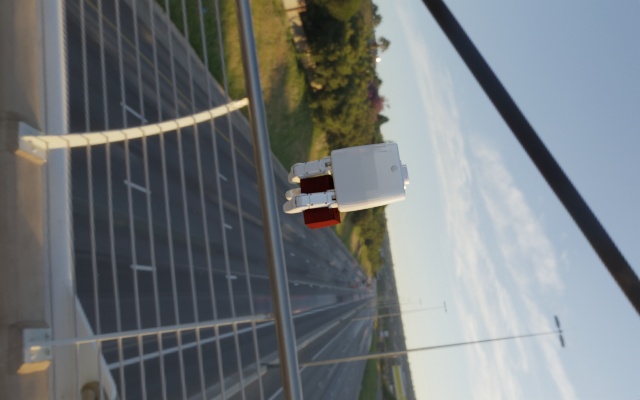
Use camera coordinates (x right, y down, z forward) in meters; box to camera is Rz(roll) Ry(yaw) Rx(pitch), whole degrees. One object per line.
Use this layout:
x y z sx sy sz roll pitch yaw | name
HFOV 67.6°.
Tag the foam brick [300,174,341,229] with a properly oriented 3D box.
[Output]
0.000 0.003 0.784 0.051 0.078 0.053 -9 -11 11 | foam brick
